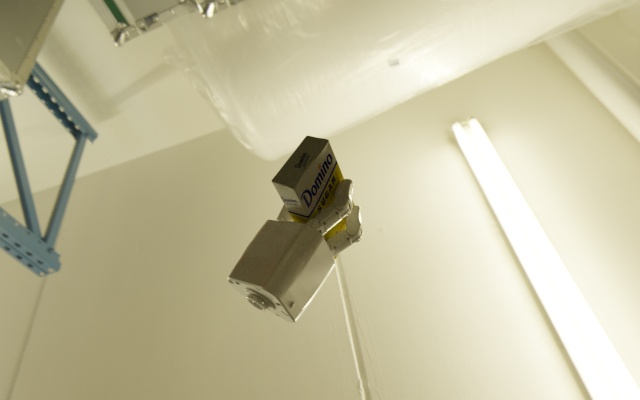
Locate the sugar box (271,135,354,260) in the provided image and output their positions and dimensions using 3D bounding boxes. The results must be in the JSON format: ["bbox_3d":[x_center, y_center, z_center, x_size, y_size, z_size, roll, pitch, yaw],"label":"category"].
[{"bbox_3d":[0.001,0.003,0.693,0.048,0.093,0.176,17,-31,32],"label":"sugar box"}]
